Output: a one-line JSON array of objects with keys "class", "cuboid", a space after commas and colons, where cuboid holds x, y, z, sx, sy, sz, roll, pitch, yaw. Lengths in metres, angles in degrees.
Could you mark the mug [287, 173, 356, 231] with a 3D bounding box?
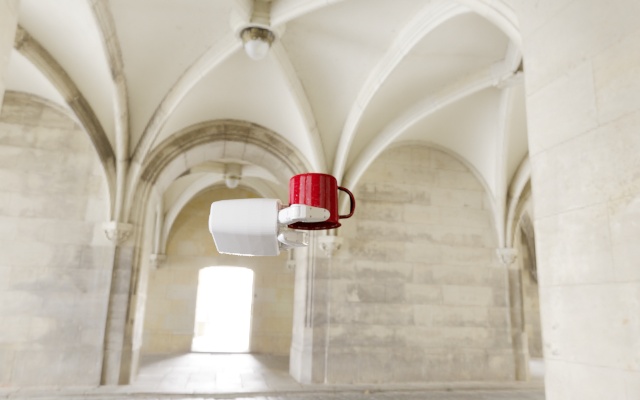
[{"class": "mug", "cuboid": [0.002, 0.002, 0.793, 0.117, 0.081, 0.093, 1, -13, -4]}]
